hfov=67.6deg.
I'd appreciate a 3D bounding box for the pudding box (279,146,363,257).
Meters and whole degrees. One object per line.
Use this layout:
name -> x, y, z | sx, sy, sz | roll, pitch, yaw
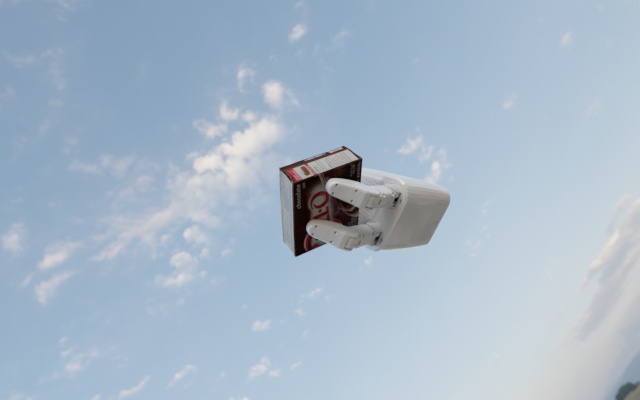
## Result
pudding box -> 0.000, 0.002, 0.553 | 0.090, 0.114, 0.039 | -22, 42, -25
